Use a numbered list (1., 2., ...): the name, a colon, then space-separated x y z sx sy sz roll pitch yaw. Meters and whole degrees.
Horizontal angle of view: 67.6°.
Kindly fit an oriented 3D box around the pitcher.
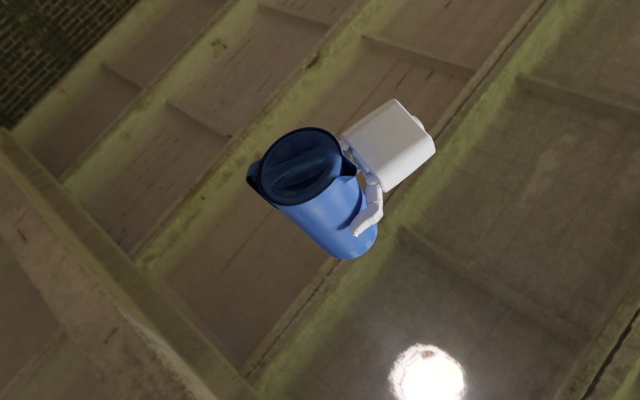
1. pitcher: 0.000 0.002 0.776 0.145 0.149 0.243 -38 -37 -1
